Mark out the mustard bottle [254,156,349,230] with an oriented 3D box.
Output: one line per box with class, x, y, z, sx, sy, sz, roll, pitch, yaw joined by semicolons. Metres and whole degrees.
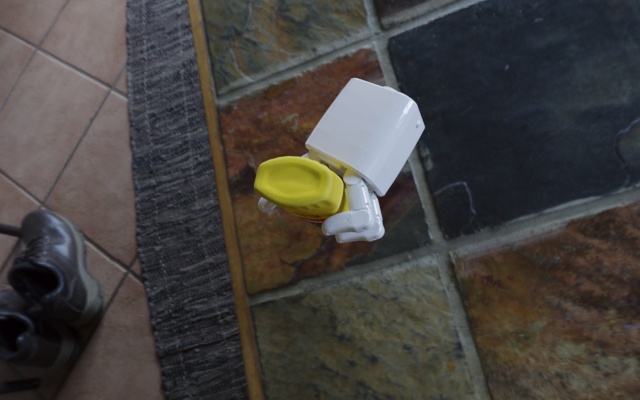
mustard bottle;0.000;0.002;0.603;0.096;0.058;0.192;6;-12;22
